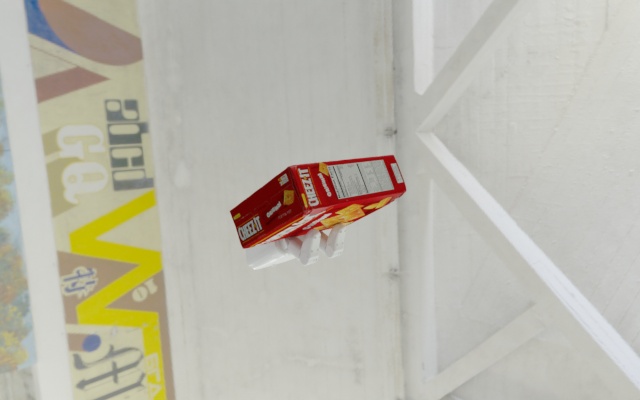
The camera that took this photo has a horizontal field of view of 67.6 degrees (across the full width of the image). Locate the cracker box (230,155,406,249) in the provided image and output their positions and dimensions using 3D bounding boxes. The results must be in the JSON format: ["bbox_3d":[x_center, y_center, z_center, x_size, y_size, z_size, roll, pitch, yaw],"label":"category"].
[{"bbox_3d":[0.000,0.002,0.716,0.213,0.072,0.164,-11,-15,-42],"label":"cracker box"}]
